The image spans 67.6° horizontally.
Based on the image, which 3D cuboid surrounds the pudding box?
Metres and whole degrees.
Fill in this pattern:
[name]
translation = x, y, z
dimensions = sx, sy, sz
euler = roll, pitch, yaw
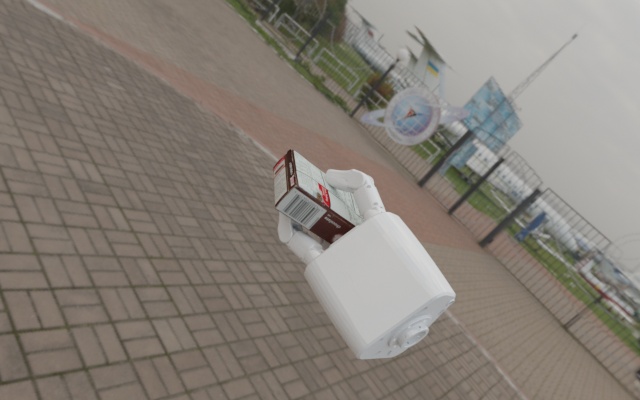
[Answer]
[pudding box]
translation = 0.000, 0.002, 0.546
dimensions = 0.113, 0.039, 0.090
euler = 36, 21, -25
